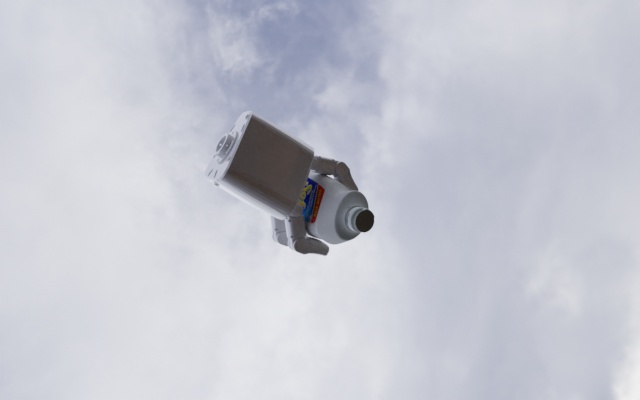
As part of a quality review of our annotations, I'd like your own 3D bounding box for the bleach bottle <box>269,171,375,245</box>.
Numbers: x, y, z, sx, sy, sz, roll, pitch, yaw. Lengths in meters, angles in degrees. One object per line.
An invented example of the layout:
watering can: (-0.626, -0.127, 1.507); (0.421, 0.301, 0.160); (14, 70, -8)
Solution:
bleach bottle: (0.000, 0.002, 0.687); (0.068, 0.102, 0.251); (30, -7, -28)
